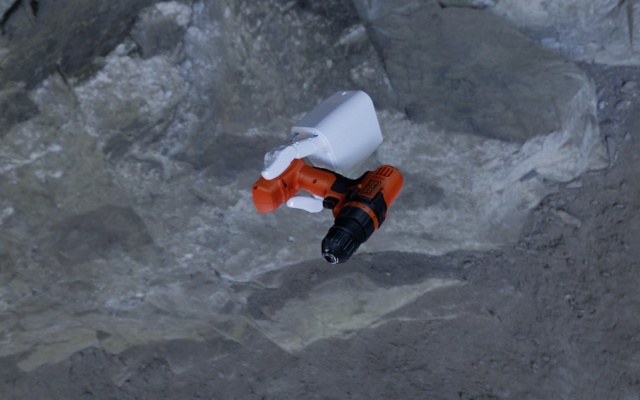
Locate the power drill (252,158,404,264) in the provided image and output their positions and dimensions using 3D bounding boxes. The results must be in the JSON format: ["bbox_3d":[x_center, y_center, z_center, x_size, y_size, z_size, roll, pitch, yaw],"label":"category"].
[{"bbox_3d":[0.000,0.002,0.664,0.187,0.057,0.184,16,43,28],"label":"power drill"}]
